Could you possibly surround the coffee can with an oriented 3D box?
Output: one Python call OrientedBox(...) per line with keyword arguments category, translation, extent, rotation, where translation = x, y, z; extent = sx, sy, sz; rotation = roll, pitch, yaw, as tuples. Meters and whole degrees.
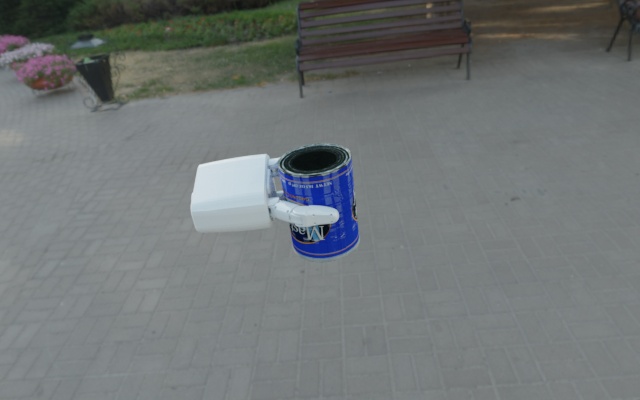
OrientedBox(category="coffee can", translation=(0.000, 0.002, 0.687), extent=(0.103, 0.140, 0.102), rotation=(-6, 29, 3))
